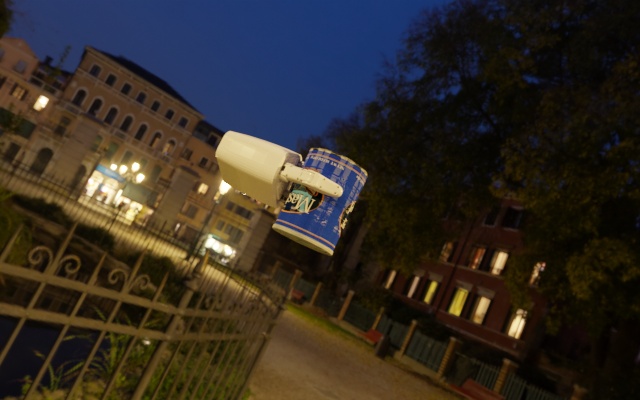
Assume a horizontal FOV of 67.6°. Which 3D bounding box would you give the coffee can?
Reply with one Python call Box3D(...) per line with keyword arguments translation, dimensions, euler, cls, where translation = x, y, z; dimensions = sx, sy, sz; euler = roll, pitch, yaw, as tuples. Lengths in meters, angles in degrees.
Box3D(translation=(0.000, 0.003, 0.755), dimensions=(0.103, 0.140, 0.103), euler=(24, -10, 4), cls="coffee can")
